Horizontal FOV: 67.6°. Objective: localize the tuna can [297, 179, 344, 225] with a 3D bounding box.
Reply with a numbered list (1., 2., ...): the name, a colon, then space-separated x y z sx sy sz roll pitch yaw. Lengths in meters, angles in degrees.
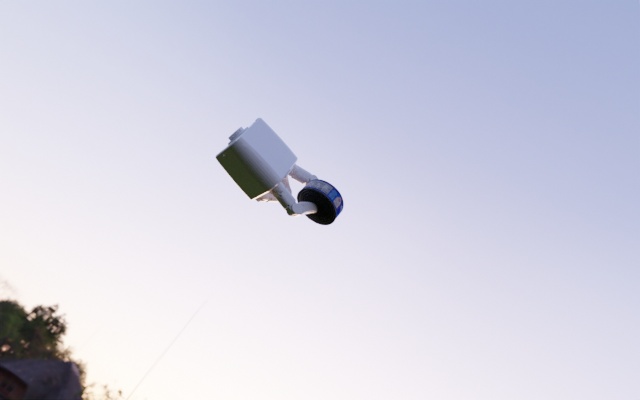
1. tuna can: 0.000 0.003 0.894 0.086 0.086 0.033 0 36 40
